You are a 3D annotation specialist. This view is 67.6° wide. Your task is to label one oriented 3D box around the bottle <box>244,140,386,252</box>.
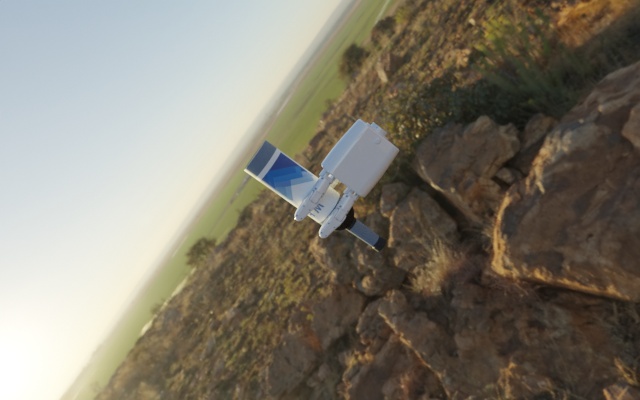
[{"bbox_3d":[0.000,0.003,0.879,0.296,0.069,0.069,36,-9,-12],"label":"bottle"}]
